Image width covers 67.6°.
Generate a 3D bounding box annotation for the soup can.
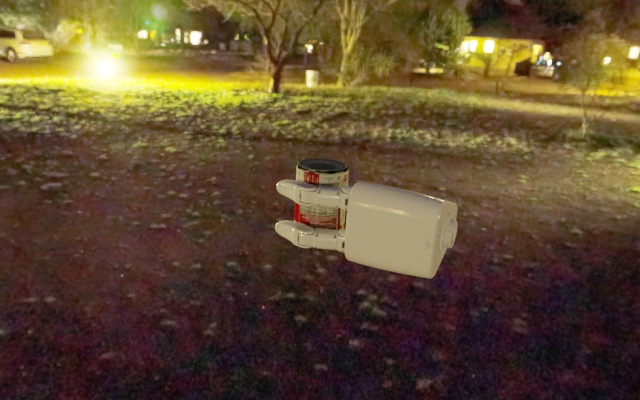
[{"bbox_3d":[0.000,0.002,0.622,0.068,0.102,0.068,3,18,-1],"label":"soup can"}]
